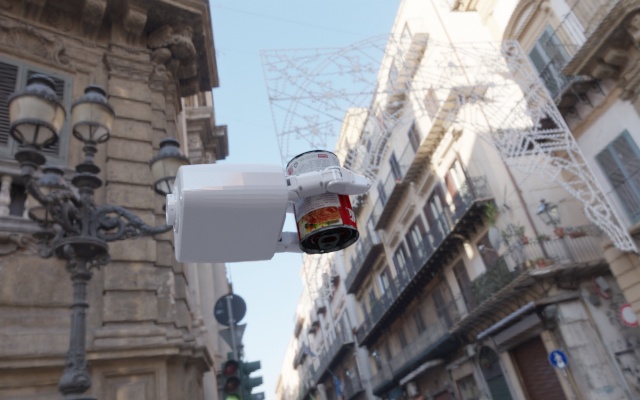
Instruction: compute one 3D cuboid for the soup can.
[{"bbox_3d":[0.001,0.001,0.547,0.068,0.102,0.068,-10,-28,-6],"label":"soup can"}]
